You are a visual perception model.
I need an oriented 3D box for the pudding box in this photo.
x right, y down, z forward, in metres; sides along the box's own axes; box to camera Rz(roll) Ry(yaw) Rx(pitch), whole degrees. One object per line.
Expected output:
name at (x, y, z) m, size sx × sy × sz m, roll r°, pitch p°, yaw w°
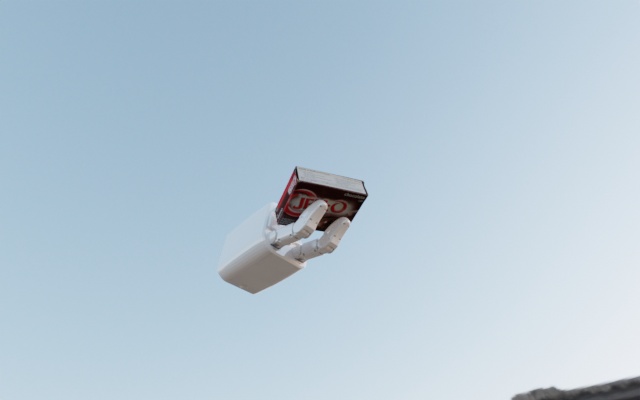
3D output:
pudding box at (0.000, 0.002, 0.703) m, size 0.113 × 0.039 × 0.090 m, roll 9°, pitch -47°, yaw -23°
